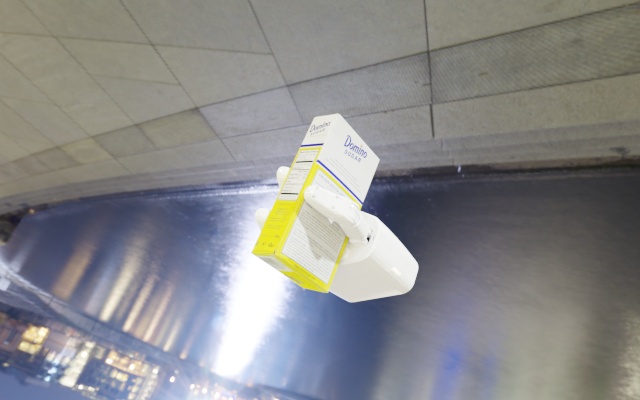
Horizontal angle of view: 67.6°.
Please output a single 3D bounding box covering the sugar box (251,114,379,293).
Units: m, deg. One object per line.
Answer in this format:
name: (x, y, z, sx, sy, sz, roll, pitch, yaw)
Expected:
sugar box: (0.000, 0.002, 0.532, 0.048, 0.176, 0.093, -1, -32, 42)
